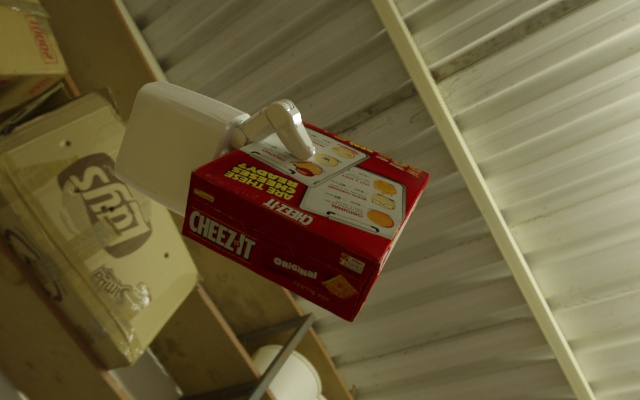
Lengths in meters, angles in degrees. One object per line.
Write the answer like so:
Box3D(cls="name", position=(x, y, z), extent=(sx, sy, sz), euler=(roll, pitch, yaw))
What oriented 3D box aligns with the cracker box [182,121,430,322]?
Box3D(cls="cracker box", position=(0.000, 0.001, 0.458), extent=(0.164, 0.072, 0.213), euler=(25, 28, 12))
